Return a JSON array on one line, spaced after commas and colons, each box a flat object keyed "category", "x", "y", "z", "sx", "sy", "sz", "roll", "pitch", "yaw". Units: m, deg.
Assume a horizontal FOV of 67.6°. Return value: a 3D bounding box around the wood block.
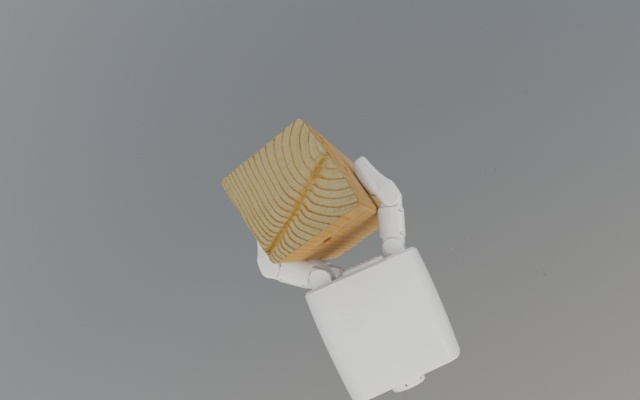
[{"category": "wood block", "x": 0.001, "y": 0.002, "z": 0.488, "sx": 0.091, "sy": 0.090, "sz": 0.206, "roll": -37, "pitch": -13, "yaw": 9}]
